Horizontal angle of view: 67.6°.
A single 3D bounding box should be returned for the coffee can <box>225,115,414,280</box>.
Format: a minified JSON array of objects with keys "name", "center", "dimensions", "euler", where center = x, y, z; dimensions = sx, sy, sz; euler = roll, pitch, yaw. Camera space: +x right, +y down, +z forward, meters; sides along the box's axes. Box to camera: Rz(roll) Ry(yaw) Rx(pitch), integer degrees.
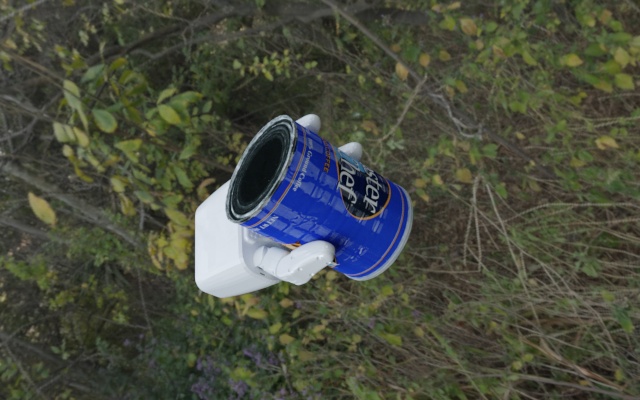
[{"name":"coffee can","center":[0.000,0.001,0.438],"dimensions":[0.140,0.102,0.103],"euler":[29,-15,-29]}]
